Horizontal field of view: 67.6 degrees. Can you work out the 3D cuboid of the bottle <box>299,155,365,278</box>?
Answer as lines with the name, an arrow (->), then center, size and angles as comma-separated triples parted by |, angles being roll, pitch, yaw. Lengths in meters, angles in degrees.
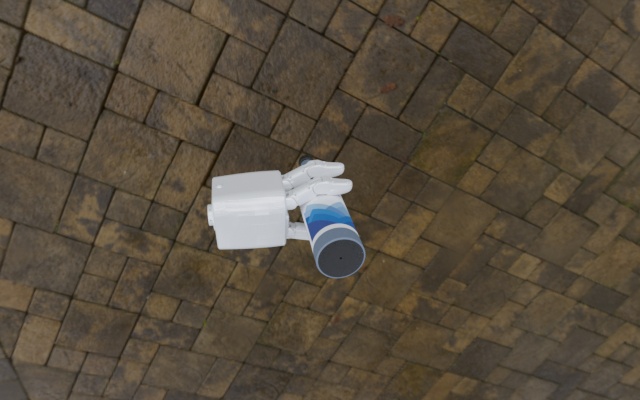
bottle -> 0.000, 0.003, 0.748 | 0.069, 0.069, 0.295 | 0, 30, -12
